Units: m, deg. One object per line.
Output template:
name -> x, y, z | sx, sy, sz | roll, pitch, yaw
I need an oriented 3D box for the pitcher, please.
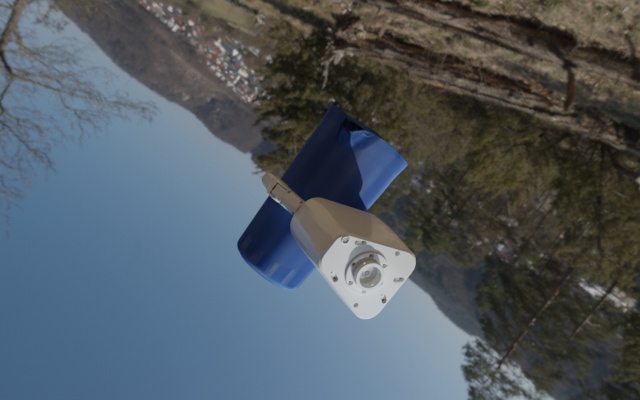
pitcher -> 0.000, 0.002, 0.672 | 0.149, 0.243, 0.145 | 36, 4, -27
